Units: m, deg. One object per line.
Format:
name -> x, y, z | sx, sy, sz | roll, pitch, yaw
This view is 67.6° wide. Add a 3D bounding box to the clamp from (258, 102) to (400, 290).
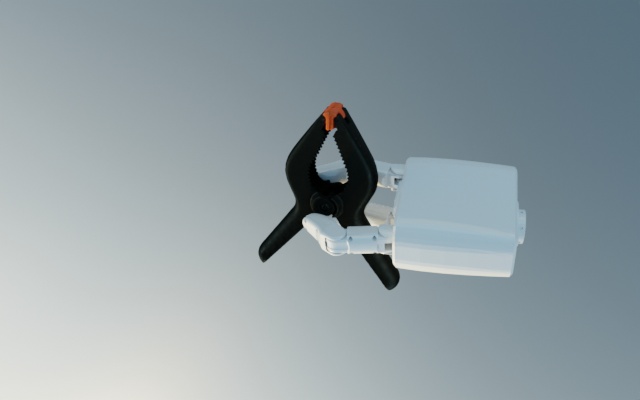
clamp -> 0.000, 0.002, 0.499 | 0.164, 0.210, 0.036 | 4, 32, 16
